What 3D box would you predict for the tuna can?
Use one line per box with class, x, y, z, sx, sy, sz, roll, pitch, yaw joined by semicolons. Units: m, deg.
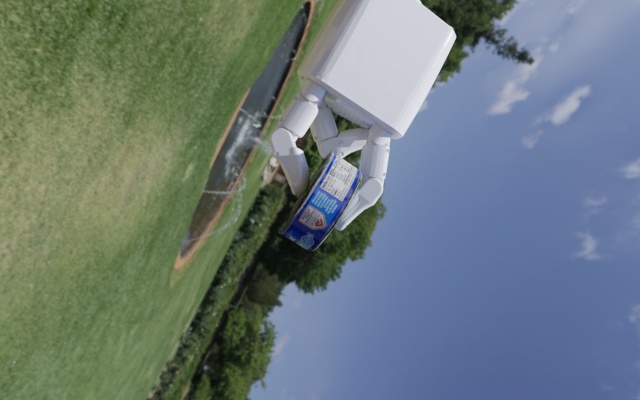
tuna can;0.001;0.002;0.421;0.034;0.086;0.086;33;-4;-5
